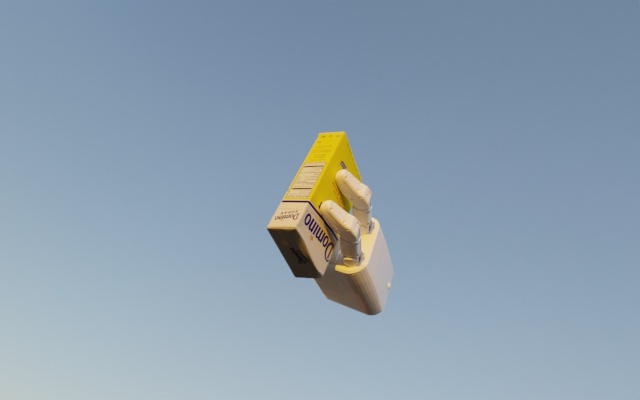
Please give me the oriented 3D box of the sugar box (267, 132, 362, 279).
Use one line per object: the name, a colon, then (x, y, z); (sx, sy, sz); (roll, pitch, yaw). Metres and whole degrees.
sugar box: (0.001, 0.002, 0.604); (0.048, 0.093, 0.176); (-2, 44, 26)
